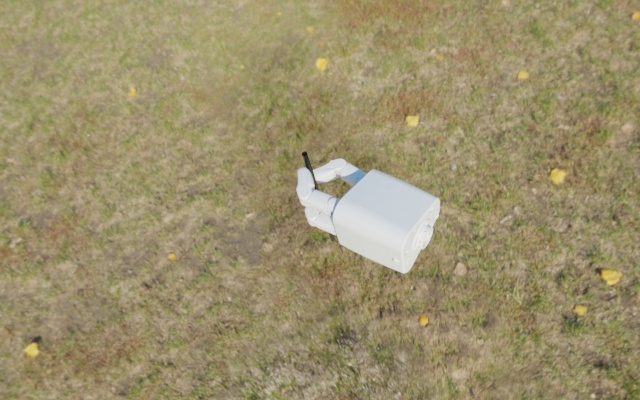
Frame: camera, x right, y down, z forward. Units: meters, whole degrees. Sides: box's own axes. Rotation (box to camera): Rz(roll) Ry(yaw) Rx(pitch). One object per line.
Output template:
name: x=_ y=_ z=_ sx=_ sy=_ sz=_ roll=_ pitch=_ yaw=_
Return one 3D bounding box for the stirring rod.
stirring rod: x=0.000 y=0.003 z=0.758 sx=0.011 sy=0.011 sz=0.240 roll=0 pitch=-34 yaw=13
